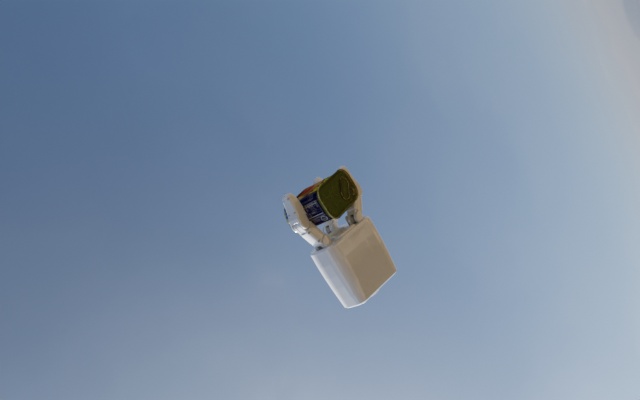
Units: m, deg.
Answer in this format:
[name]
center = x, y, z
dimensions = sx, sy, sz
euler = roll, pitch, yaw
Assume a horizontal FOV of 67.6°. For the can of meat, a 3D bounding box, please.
[can of meat]
center = 0.000, 0.003, 0.766
dimensions = 0.084, 0.057, 0.102
euler = -26, 11, 37
